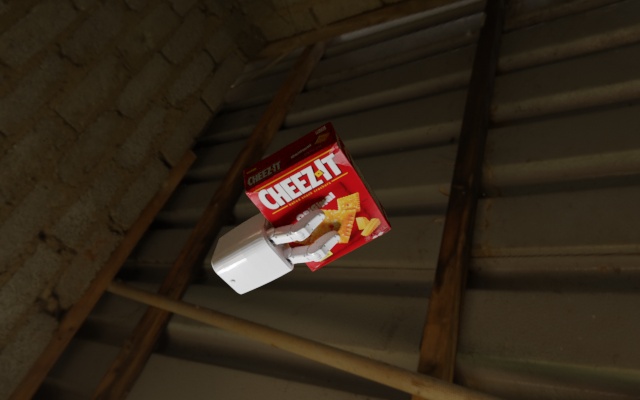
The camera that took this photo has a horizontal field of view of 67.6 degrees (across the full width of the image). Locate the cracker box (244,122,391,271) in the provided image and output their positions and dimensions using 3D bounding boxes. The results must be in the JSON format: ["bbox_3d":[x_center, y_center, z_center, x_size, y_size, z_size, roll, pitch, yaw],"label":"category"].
[{"bbox_3d":[0.000,0.003,0.792,0.164,0.214,0.072,-29,37,10],"label":"cracker box"}]
